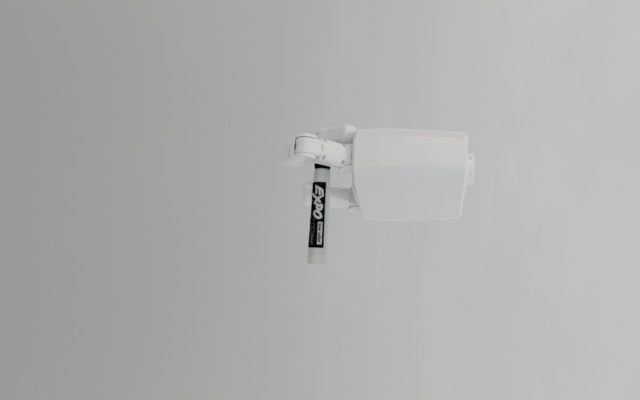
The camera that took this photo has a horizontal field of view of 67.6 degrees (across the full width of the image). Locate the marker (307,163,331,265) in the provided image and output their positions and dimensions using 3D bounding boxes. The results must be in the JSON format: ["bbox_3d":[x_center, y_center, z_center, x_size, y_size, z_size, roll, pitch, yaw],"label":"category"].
[{"bbox_3d":[0.000,0.002,0.467,0.020,0.121,0.020,3,-9,1],"label":"marker"}]
